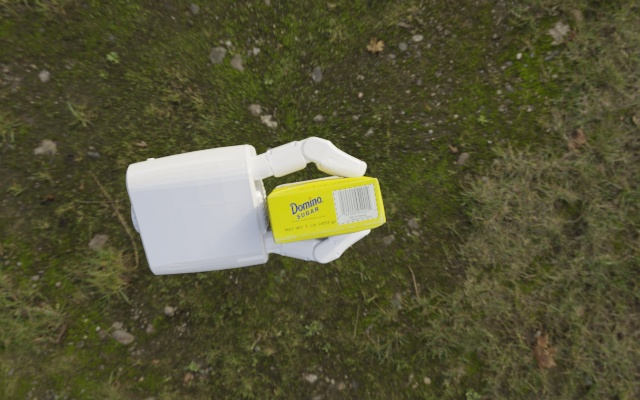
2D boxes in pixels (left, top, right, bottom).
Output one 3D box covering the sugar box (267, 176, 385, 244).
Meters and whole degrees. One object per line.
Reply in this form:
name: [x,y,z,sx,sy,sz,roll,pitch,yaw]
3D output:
sugar box: [0.000,0.001,0.467,0.093,0.048,0.176,-9,7,-3]
